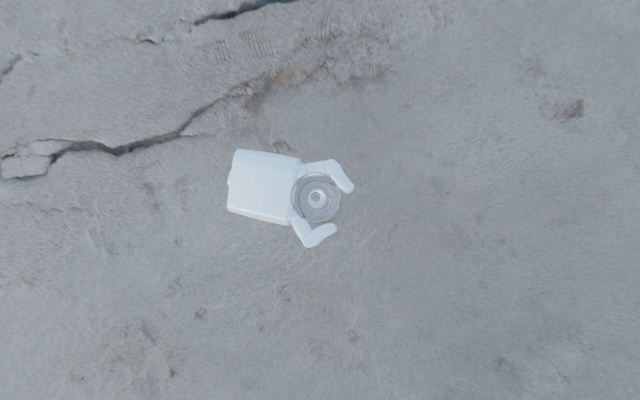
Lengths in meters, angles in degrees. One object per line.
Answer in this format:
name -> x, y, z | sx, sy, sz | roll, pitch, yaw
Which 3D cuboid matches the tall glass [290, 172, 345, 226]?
tall glass -> 0.000, 0.003, 0.800 | 0.079, 0.079, 0.201 | 0, -5, 5
